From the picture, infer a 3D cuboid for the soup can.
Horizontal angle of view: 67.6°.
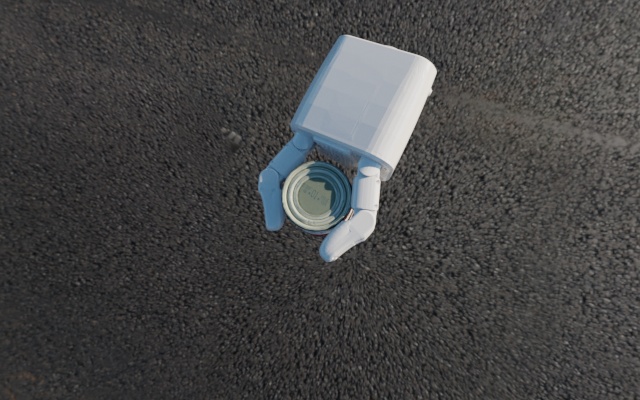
[{"bbox_3d":[0.000,0.002,0.485,0.068,0.068,0.102,0,-7,4],"label":"soup can"}]
